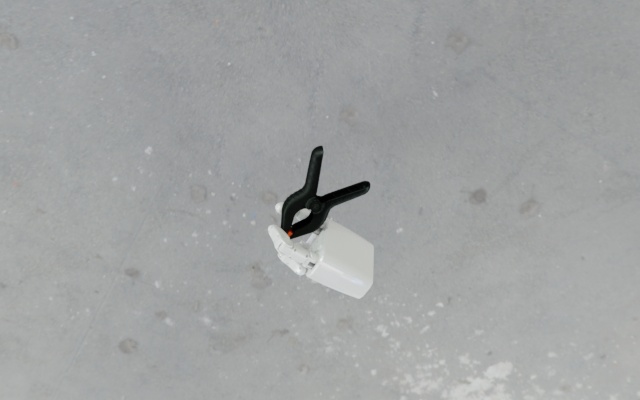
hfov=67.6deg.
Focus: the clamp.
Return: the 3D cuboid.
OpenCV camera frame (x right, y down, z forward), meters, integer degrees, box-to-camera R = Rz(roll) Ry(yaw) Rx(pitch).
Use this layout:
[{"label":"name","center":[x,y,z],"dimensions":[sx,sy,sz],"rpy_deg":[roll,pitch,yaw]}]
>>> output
[{"label":"clamp","center":[0.000,0.003,0.799],"dimensions":[0.120,0.171,0.039],"rpy_deg":[28,22,-17]}]
